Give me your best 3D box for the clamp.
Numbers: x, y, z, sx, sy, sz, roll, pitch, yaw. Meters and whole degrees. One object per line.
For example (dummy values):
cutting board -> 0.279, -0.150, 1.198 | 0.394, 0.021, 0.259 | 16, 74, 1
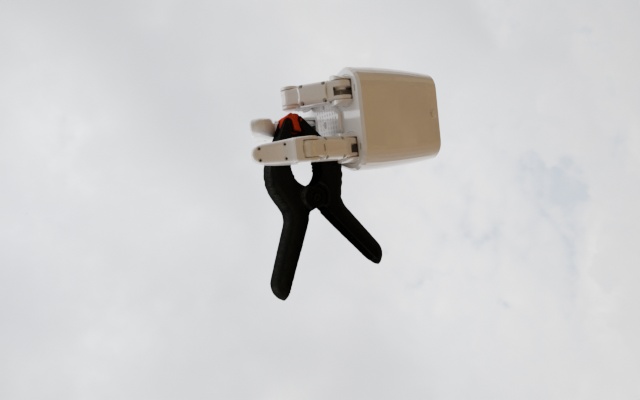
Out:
clamp -> 0.000, 0.001, 0.462 | 0.120, 0.171, 0.039 | -7, 3, -32
